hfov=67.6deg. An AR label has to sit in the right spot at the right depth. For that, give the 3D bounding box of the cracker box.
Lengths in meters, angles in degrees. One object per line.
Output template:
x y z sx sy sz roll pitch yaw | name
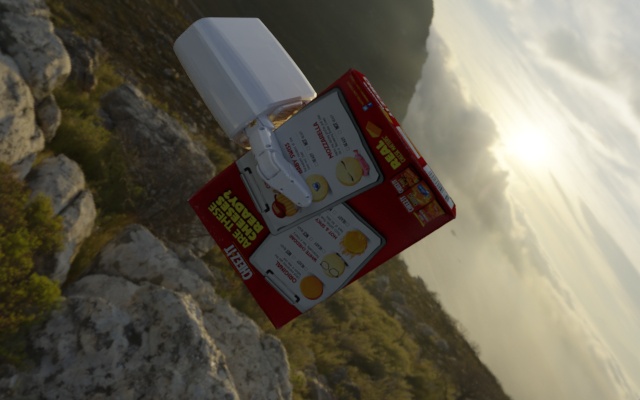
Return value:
0.000 0.001 0.480 0.214 0.164 0.072 -36 -2 19 | cracker box
